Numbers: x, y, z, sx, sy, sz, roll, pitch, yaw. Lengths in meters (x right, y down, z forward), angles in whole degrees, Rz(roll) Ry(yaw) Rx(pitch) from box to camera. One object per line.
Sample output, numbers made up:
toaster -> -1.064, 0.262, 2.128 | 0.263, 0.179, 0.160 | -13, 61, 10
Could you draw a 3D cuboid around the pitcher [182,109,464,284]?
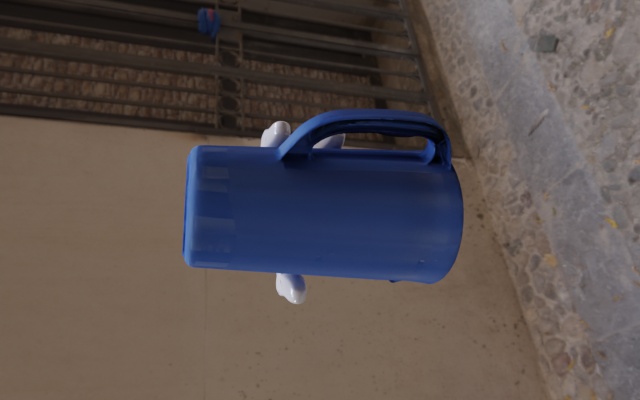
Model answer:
pitcher -> 0.000, 0.002, 0.445 | 0.243, 0.149, 0.145 | 3, -10, -16
